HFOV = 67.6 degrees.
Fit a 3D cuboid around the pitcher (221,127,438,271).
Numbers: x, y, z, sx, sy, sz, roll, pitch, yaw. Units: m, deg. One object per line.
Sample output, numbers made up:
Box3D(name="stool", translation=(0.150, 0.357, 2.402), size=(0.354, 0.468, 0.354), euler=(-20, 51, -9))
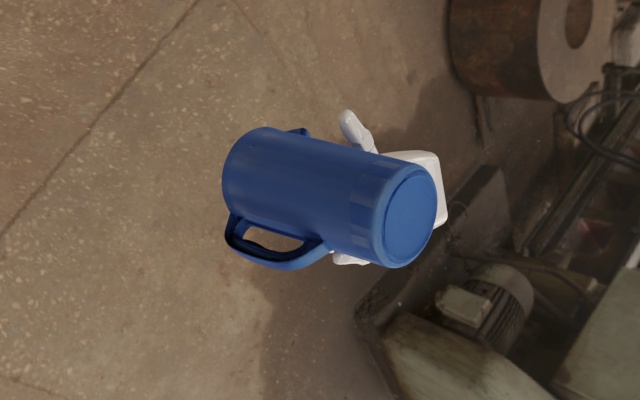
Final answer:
Box3D(name="pitcher", translation=(0.000, 0.002, 0.548), size=(0.145, 0.149, 0.243), euler=(-11, 19, -43))
